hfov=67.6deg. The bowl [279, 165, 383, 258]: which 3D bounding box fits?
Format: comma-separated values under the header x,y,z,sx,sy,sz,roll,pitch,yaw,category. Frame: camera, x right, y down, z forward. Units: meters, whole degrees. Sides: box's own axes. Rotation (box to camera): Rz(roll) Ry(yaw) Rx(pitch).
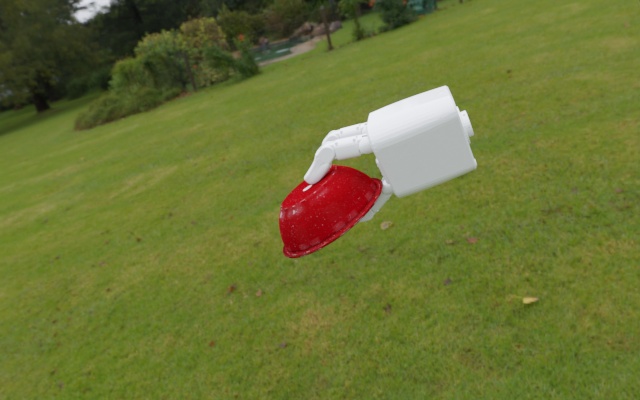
x,y,z,sx,sy,sz,roll,pitch,yaw,category
-0.001,0.002,0.628,0.162,0.055,0.162,-35,15,11,bowl
